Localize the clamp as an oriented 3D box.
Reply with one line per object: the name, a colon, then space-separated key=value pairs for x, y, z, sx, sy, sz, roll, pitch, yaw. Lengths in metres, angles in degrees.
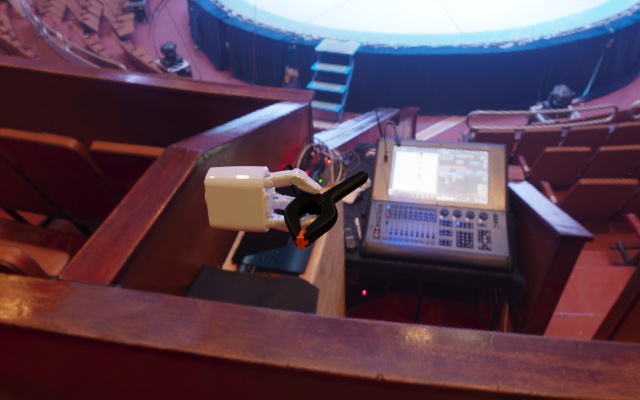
clamp: x=0.000 y=0.003 z=0.848 sx=0.164 sy=0.036 sz=0.209 roll=1 pitch=41 yaw=7
